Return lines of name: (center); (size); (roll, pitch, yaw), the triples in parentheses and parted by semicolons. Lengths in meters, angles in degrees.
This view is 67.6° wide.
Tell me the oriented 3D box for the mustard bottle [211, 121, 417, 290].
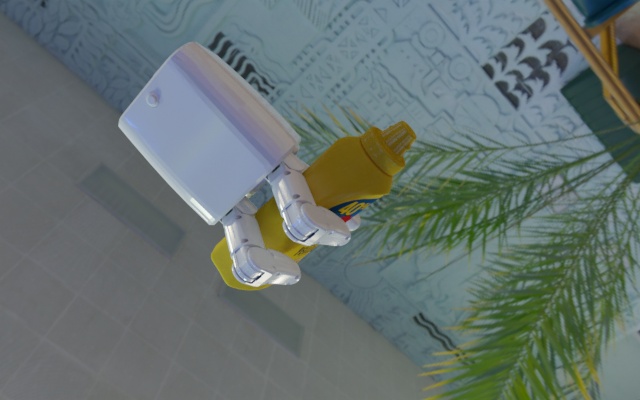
mustard bottle: (0.000, 0.002, 0.401); (0.192, 0.058, 0.096); (-40, -16, 23)
